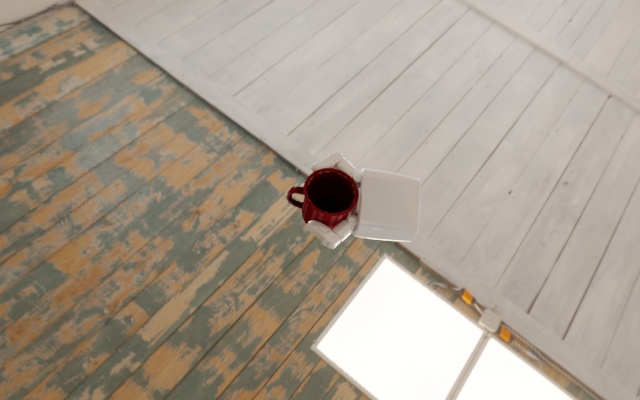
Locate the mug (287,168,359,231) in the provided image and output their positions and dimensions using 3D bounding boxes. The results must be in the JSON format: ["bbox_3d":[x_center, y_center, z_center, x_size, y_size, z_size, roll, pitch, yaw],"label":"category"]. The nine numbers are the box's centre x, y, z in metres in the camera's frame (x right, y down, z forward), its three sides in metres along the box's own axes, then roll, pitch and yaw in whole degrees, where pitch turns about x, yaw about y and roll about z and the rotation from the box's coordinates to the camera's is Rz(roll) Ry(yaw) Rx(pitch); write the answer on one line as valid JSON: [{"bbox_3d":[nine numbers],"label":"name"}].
[{"bbox_3d":[-0.001,0.003,0.820,0.117,0.093,0.081,8,-31,-5],"label":"mug"}]
